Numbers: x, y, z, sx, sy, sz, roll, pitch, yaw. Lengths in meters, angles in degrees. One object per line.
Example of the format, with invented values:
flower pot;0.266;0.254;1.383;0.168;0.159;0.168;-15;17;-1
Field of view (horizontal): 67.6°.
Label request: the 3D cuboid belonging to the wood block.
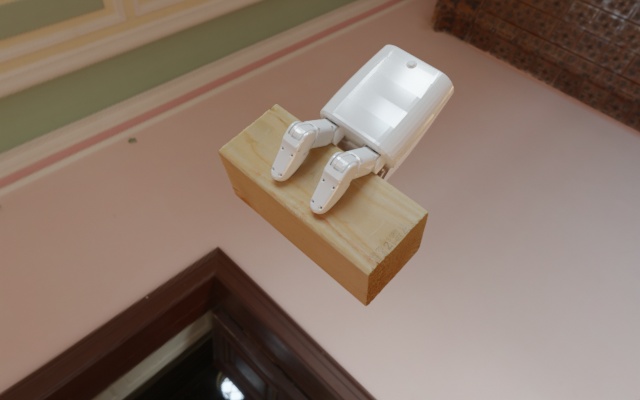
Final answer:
wood block;0.000;0.001;0.507;0.206;0.090;0.091;38;-21;23
